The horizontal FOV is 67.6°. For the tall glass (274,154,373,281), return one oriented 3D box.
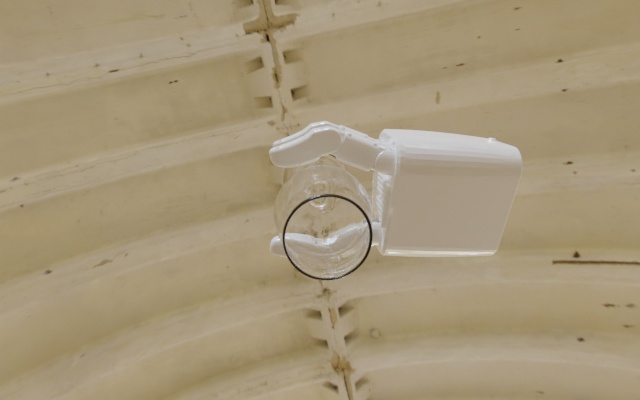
[{"bbox_3d":[0.000,0.001,0.419,0.079,0.079,0.201,0,14,-3],"label":"tall glass"}]
